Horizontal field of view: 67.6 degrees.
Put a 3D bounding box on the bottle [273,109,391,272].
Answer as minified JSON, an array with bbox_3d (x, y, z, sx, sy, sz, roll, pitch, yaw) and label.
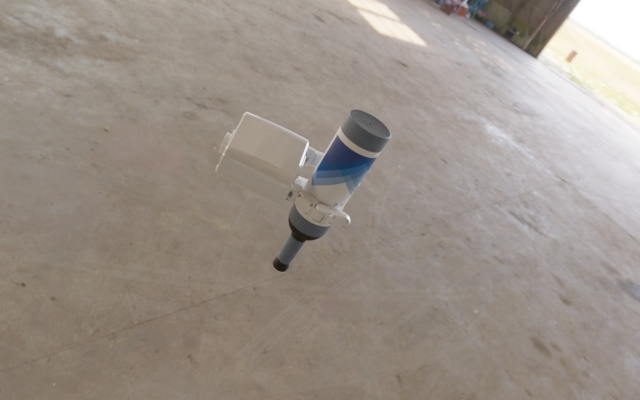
[{"bbox_3d":[0.000,0.002,0.723,0.069,0.296,0.069,23,32,-15],"label":"bottle"}]
